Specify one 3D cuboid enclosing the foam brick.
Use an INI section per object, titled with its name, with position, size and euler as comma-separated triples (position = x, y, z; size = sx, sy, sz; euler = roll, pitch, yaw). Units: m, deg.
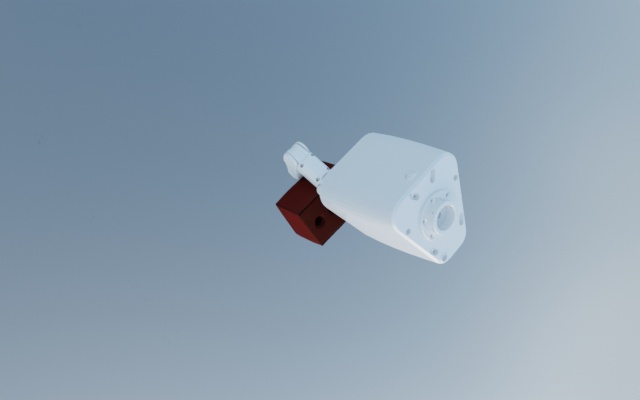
[foam brick]
position = 0.000, 0.002, 0.537
size = 0.051, 0.078, 0.053
euler = 24, -26, 51
